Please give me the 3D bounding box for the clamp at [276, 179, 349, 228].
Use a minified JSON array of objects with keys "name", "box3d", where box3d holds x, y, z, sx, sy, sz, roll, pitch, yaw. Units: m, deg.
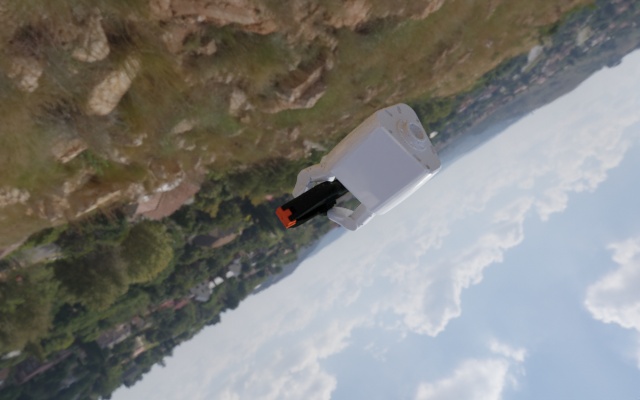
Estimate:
[{"name":"clamp","box3d":[0.000,0.003,0.729,0.210,0.036,0.165,-27,-13,-47]}]
